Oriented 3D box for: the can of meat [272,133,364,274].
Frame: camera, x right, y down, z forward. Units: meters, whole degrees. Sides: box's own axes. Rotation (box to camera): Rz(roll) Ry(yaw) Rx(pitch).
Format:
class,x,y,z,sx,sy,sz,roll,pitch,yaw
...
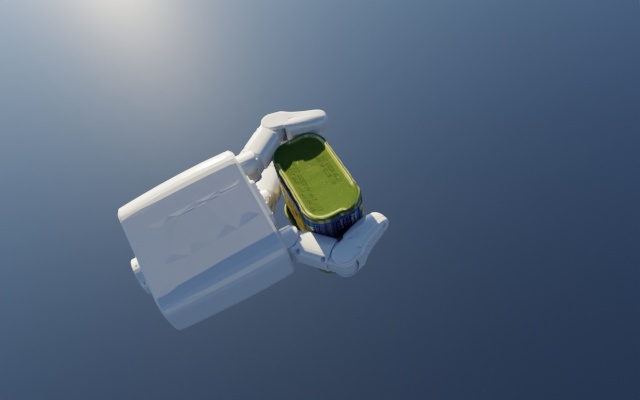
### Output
class,x,y,z,sx,sy,sz,roll,pitch,yaw
can of meat,0.000,0.001,0.432,0.057,0.102,0.084,-26,-36,-10
